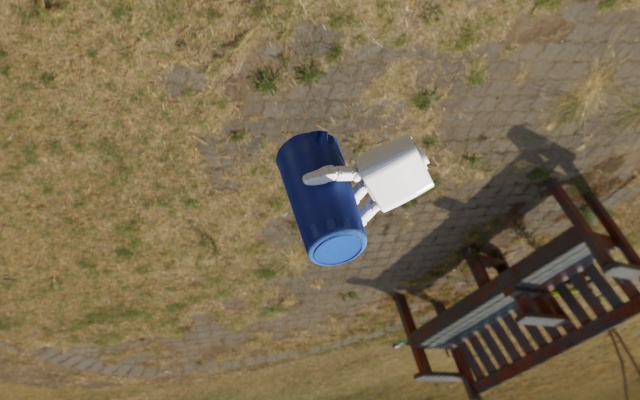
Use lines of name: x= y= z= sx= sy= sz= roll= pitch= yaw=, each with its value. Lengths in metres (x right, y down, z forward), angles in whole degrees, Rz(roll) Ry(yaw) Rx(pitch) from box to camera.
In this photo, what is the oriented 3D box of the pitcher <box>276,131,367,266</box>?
pitcher: x=0.000 y=0.003 z=0.899 sx=0.145 sy=0.242 sz=0.149 roll=-26 pitch=-39 yaw=11
